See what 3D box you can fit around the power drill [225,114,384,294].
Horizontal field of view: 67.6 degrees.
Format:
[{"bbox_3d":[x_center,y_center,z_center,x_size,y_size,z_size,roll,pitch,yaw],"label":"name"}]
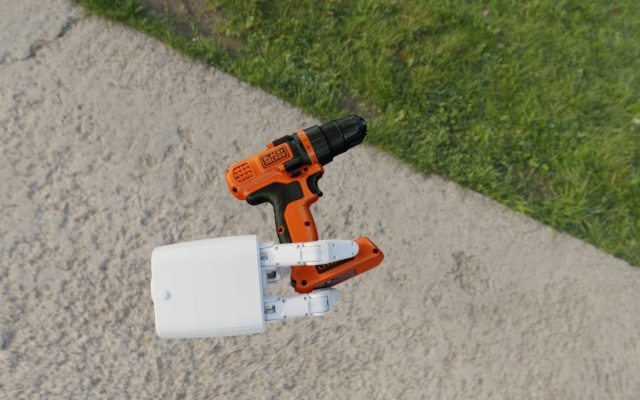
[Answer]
[{"bbox_3d":[0.000,0.002,0.559,0.184,0.187,0.057,-26,-22,-1],"label":"power drill"}]
